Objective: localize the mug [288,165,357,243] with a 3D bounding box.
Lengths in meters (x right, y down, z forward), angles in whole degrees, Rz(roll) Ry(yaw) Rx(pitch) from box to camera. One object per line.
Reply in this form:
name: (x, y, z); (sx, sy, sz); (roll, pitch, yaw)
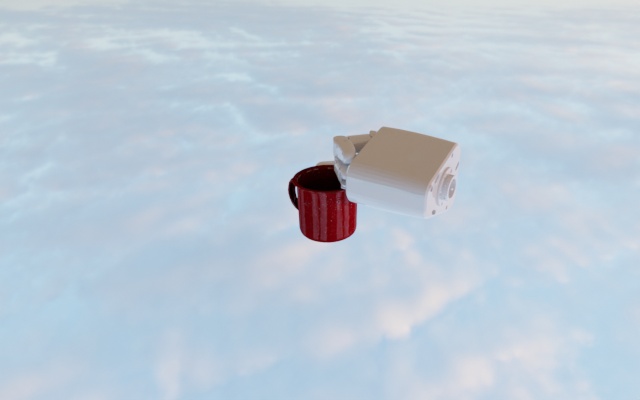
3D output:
mug: (-0.001, 0.002, 0.667); (0.117, 0.081, 0.093); (17, 32, 33)
